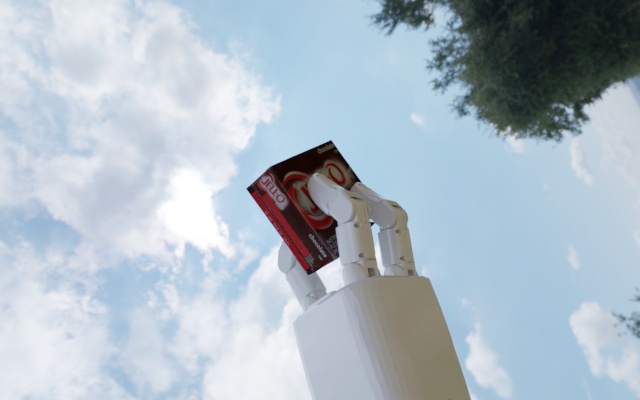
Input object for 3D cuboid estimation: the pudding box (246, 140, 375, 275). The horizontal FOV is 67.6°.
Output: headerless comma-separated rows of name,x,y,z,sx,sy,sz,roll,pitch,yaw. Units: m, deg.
pudding box,0.000,0.002,0.422,0.039,0.090,0.113,-36,-1,31
